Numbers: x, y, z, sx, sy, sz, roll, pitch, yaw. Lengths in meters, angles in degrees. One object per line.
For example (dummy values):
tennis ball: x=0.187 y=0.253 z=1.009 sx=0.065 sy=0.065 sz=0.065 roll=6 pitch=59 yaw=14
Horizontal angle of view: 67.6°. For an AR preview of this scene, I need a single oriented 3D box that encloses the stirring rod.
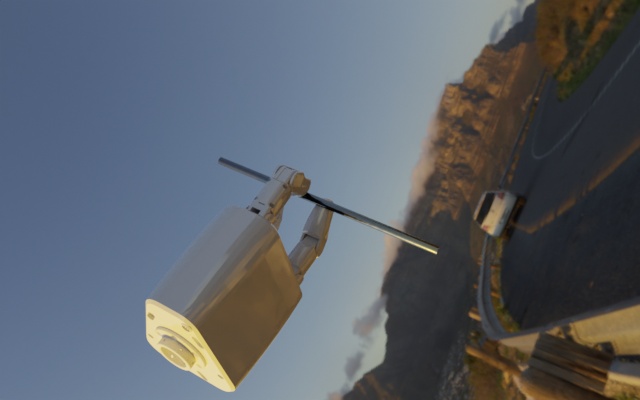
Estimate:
stirring rod: x=0.000 y=0.002 z=0.467 sx=0.239 sy=0.011 sz=0.011 roll=22 pitch=7 yaw=18
